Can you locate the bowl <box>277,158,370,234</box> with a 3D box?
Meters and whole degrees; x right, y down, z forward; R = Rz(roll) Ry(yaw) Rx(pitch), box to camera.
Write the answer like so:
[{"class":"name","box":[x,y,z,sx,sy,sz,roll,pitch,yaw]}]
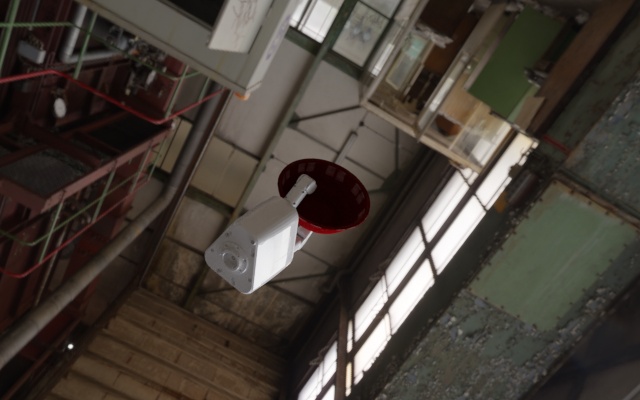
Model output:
[{"class":"bowl","box":[0.001,0.003,0.811,0.162,0.162,0.055,0,-41,-23]}]
